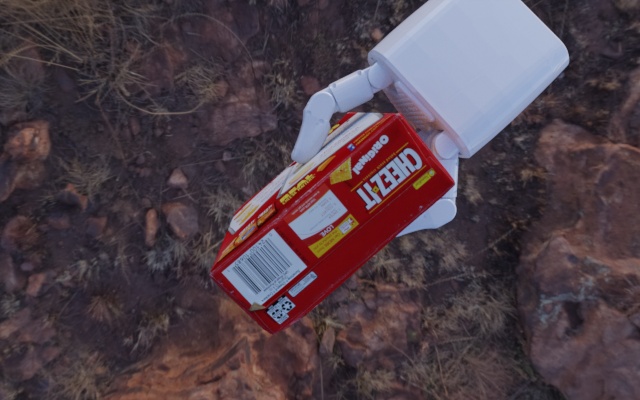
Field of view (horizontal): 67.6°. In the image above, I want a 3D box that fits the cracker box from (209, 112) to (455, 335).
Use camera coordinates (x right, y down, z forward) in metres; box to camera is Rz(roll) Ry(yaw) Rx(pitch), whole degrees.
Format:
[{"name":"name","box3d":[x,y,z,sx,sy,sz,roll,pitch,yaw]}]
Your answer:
[{"name":"cracker box","box3d":[0.000,0.001,0.412,0.164,0.072,0.213,-41,11,3]}]
